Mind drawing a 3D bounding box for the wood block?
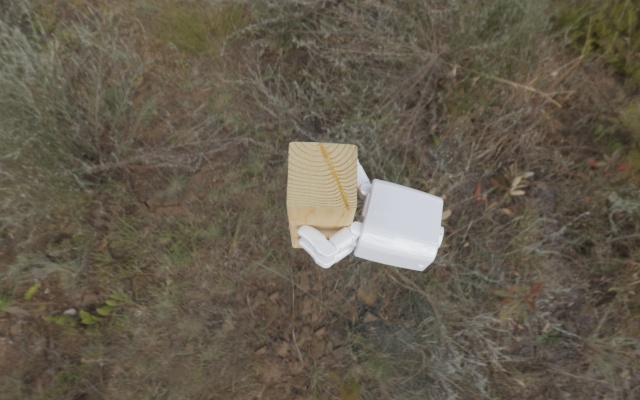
[{"bbox_3d":[0.001,0.002,0.696,0.090,0.090,0.206,2,-20,-1],"label":"wood block"}]
